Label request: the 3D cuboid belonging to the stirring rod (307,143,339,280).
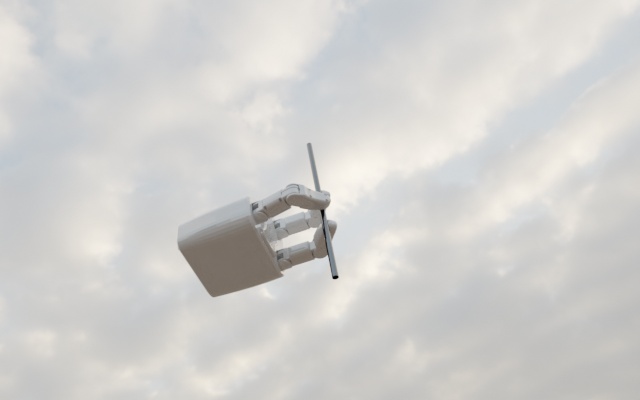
[{"bbox_3d":[0.000,0.002,0.617,0.011,0.011,0.239,0,44,-11],"label":"stirring rod"}]
